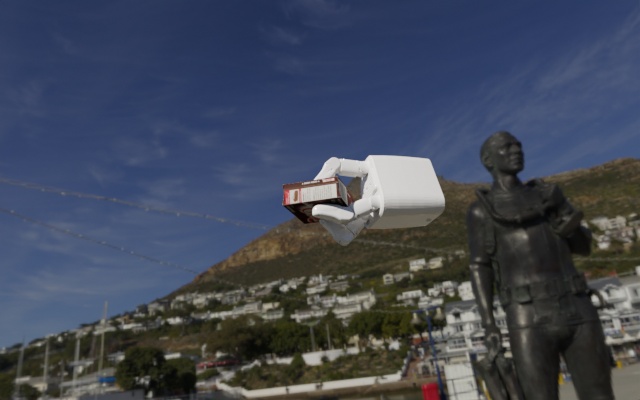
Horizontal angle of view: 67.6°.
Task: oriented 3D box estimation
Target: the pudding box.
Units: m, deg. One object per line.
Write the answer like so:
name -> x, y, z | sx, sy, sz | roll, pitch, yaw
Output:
pudding box -> 0.000, 0.002, 0.747 | 0.090, 0.039, 0.113 | -9, -21, 14
